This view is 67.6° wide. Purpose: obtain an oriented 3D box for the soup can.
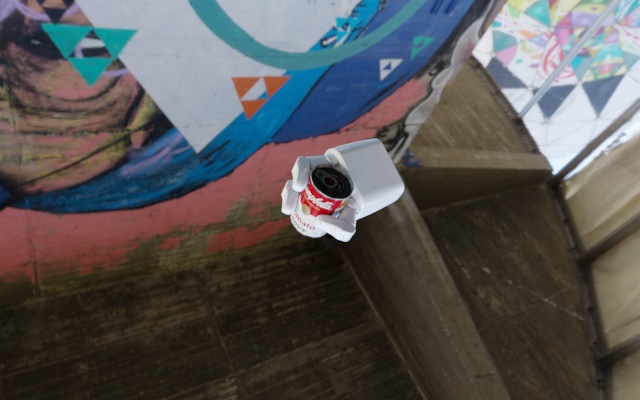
[{"bbox_3d":[0.000,0.003,0.735,0.068,0.068,0.102,0,-38,-26],"label":"soup can"}]
